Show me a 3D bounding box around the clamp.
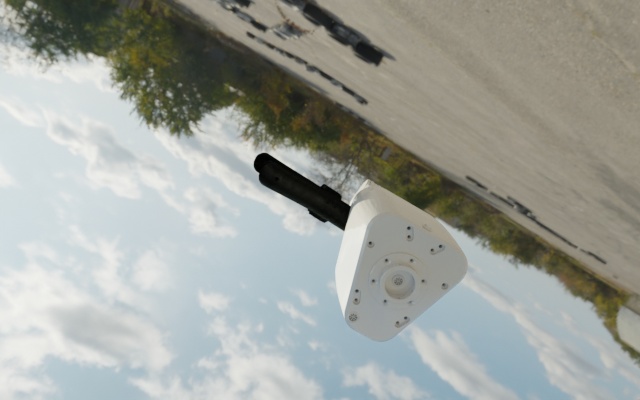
[{"bbox_3d":[0.000,0.002,0.507,0.171,0.039,0.120,30,10,-6],"label":"clamp"}]
